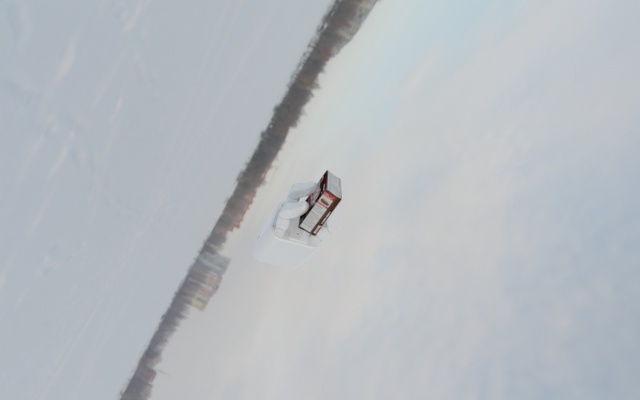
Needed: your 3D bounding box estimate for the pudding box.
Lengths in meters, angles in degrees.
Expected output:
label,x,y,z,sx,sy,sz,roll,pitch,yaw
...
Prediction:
label,x,y,z,sx,sy,sz,roll,pitch,yaw
pudding box,0.000,0.003,0.875,0.039,0.090,0.113,31,19,-12
